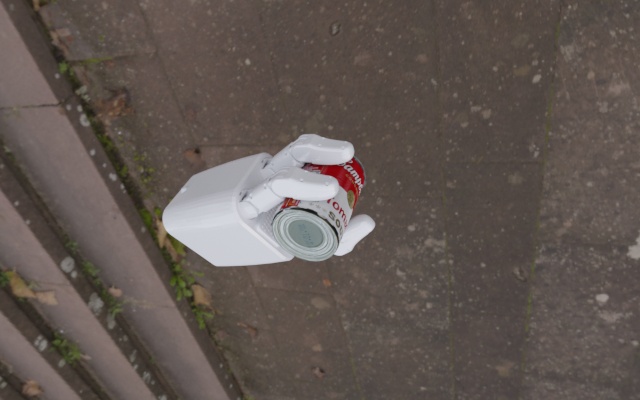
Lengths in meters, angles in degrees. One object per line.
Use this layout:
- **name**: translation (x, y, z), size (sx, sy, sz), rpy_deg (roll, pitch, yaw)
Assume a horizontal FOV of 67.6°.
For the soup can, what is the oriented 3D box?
- **soup can**: translation (0.000, 0.002, 0.476), size (0.068, 0.068, 0.102), rpy_deg (0, 39, 23)
